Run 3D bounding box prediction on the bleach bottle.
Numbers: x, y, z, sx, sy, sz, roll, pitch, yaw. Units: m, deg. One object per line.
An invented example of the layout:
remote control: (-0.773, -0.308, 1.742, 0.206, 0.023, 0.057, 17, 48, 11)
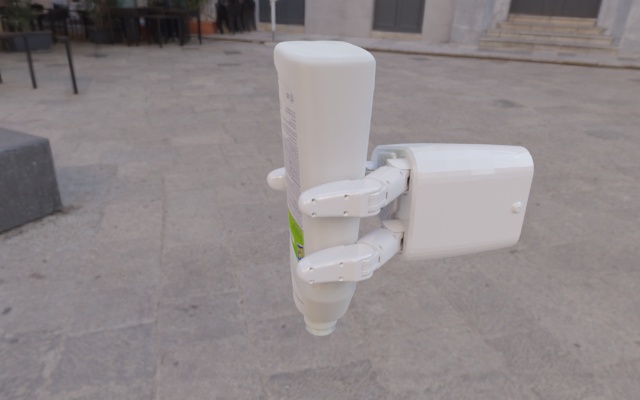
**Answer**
bleach bottle: (0.000, 0.001, 0.405, 0.068, 0.251, 0.102, -5, 26, -12)
